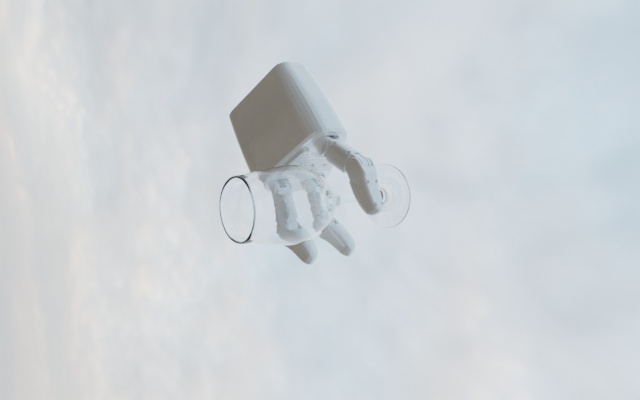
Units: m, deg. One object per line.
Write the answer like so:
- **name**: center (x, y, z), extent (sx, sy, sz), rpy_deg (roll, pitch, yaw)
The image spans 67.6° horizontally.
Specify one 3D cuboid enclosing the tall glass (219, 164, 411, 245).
- **tall glass**: center (0.001, 0.002, 0.490), extent (0.201, 0.079, 0.079), rpy_deg (-6, 4, -41)
